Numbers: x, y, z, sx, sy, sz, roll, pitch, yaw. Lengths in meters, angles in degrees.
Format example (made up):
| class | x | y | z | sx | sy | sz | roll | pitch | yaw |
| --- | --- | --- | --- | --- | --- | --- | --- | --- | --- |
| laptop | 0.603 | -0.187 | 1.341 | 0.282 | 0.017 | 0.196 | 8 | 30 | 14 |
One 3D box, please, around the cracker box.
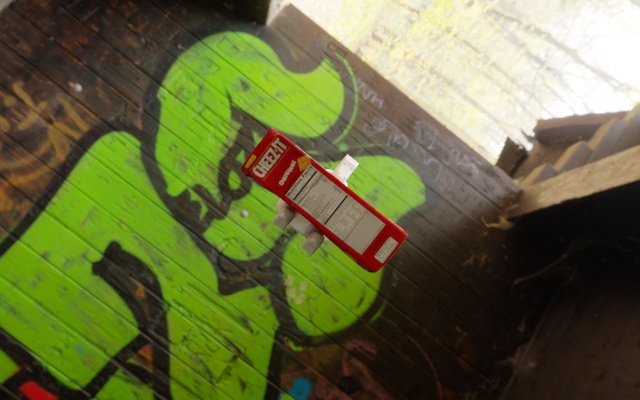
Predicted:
| class | x | y | z | sx | sy | sz | roll | pitch | yaw |
| --- | --- | --- | --- | --- | --- | --- | --- | --- | --- |
| cracker box | 0.000 | 0.002 | 0.653 | 0.214 | 0.072 | 0.164 | 38 | -2 | -3 |
